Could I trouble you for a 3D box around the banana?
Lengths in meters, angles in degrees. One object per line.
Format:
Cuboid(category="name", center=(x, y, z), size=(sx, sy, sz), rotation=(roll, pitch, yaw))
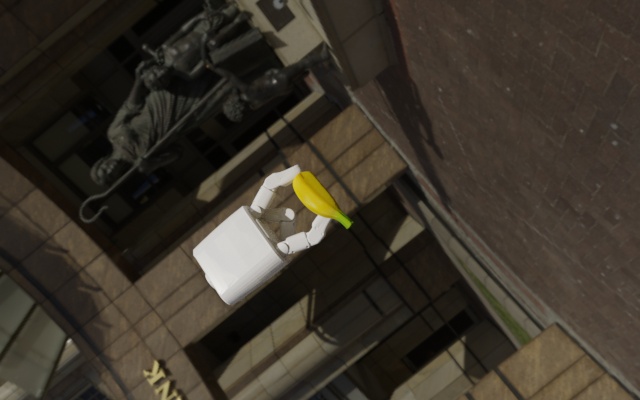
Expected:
Cuboid(category="banana", center=(-0.010, -0.010, 0.674), size=(0.037, 0.070, 0.197), rotation=(-39, 21, 1))
